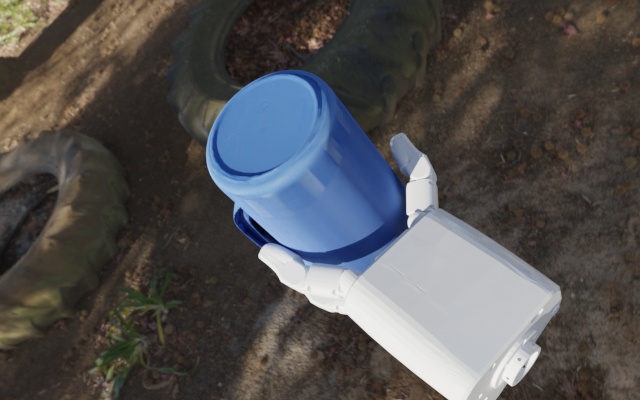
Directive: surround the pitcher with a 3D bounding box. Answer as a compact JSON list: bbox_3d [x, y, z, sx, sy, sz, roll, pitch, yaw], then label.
[{"bbox_3d":[0.000,0.001,0.435,0.145,0.149,0.243,39,-4,37],"label":"pitcher"}]
